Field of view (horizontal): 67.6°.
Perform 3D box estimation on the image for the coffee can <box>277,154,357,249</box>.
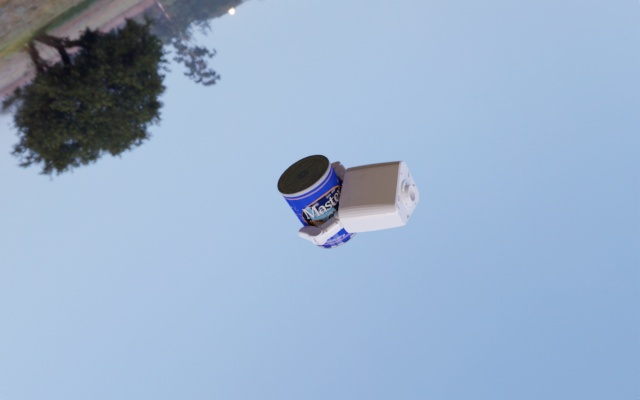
[{"bbox_3d":[0.000,0.003,0.862,0.103,0.140,0.102,-21,35,16],"label":"coffee can"}]
